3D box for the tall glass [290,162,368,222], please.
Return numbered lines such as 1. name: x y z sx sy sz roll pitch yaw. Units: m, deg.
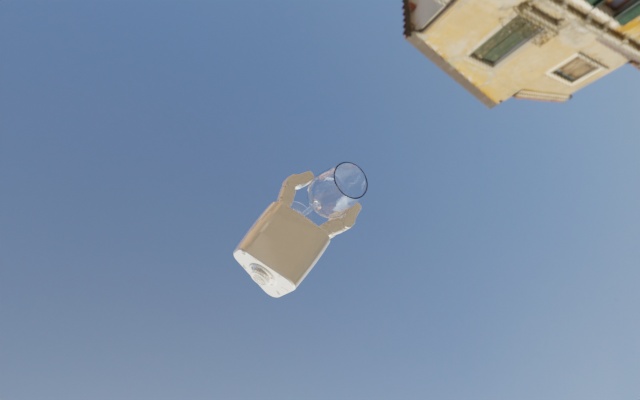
1. tall glass: 0.000 0.003 0.814 0.079 0.079 0.201 0 -20 -30
